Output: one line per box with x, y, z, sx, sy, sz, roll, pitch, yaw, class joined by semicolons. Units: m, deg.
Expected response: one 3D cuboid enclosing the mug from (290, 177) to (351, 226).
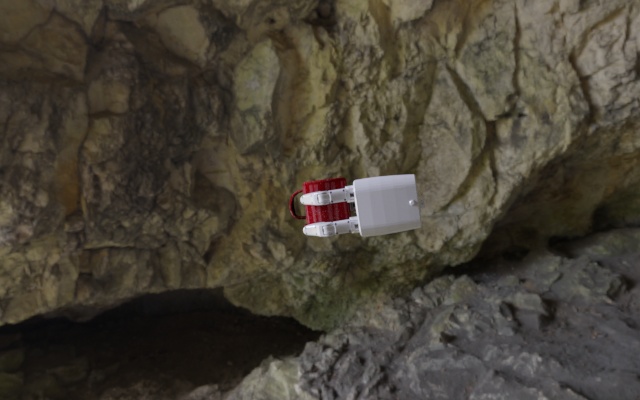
-0.001;0.003;0.887;0.117;0.081;0.093;-7;3;9;mug
